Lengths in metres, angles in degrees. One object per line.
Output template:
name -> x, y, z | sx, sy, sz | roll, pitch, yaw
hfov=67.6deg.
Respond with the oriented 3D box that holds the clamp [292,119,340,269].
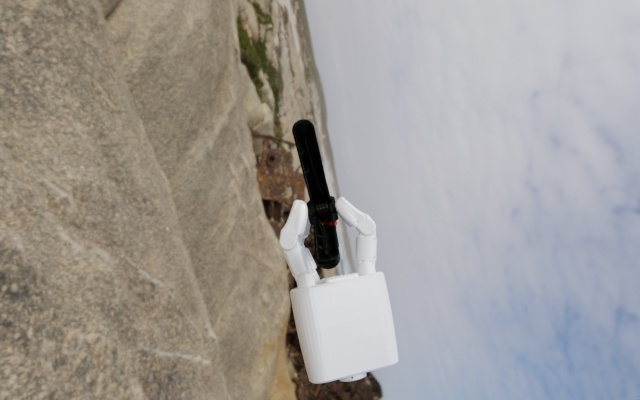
clamp -> 0.001, 0.002, 0.587 | 0.036, 0.164, 0.210 | -11, -8, 2
